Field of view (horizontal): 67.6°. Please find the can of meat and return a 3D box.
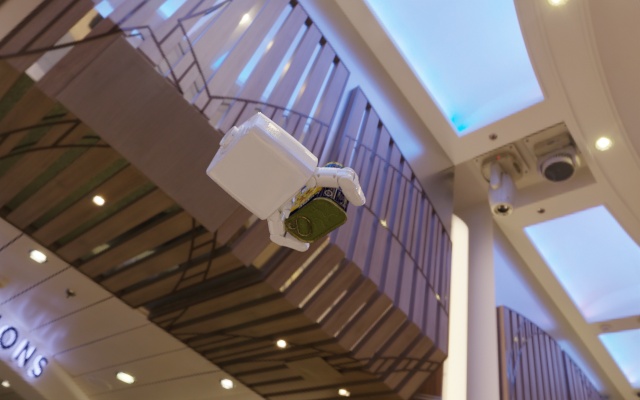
[{"bbox_3d":[0.000,0.002,0.703,0.057,0.084,0.102,37,-47,-19],"label":"can of meat"}]
